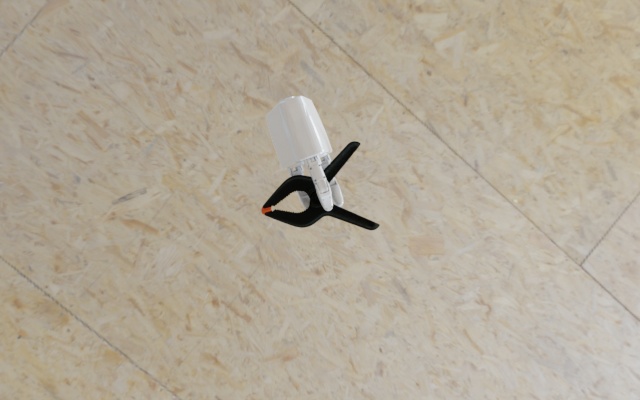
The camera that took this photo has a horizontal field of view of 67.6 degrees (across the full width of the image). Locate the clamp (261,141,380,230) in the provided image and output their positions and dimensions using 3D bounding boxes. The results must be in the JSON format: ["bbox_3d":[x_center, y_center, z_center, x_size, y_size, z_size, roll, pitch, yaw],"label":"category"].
[{"bbox_3d":[0.000,0.003,0.859,0.210,0.164,0.036,-21,2,-5],"label":"clamp"}]
